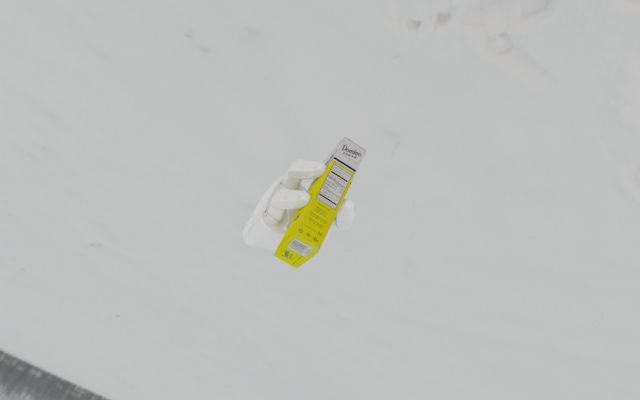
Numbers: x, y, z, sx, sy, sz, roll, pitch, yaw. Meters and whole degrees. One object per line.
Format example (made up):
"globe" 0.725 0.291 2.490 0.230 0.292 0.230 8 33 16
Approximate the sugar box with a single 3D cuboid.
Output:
"sugar box" 0.000 0.002 0.675 0.048 0.176 0.093 30 -31 -10
